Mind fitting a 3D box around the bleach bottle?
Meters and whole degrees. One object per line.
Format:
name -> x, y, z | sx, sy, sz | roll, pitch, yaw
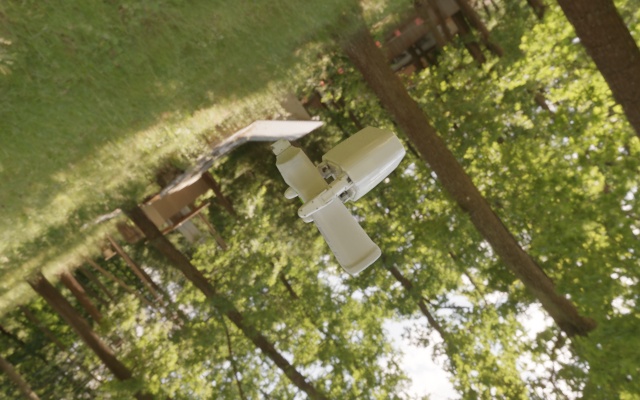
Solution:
bleach bottle -> 0.000, 0.003, 0.808 | 0.068, 0.251, 0.102 | -36, 9, -8
